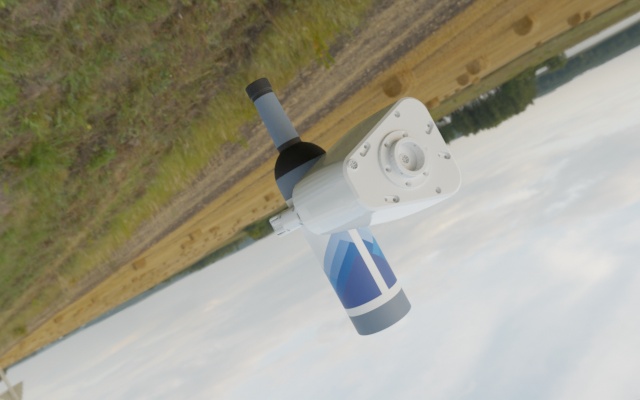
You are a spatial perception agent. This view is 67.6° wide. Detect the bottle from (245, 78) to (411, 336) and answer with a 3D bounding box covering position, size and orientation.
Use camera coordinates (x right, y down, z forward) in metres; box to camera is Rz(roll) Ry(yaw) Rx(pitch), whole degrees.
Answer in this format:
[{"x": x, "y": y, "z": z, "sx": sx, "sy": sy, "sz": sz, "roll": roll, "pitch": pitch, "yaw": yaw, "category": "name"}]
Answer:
[{"x": 0.000, "y": 0.002, "z": 0.524, "sx": 0.069, "sy": 0.295, "sz": 0.069, "roll": -29, "pitch": 1, "yaw": 0, "category": "bottle"}]
